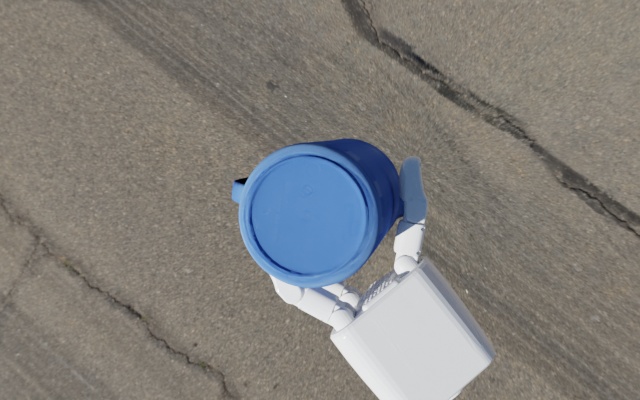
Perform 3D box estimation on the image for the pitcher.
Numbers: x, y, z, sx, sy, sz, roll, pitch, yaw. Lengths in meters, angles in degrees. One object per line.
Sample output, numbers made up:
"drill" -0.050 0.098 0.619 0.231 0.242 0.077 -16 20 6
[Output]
"pitcher" 0.000 0.002 0.460 0.149 0.145 0.243 -36 -2 11
